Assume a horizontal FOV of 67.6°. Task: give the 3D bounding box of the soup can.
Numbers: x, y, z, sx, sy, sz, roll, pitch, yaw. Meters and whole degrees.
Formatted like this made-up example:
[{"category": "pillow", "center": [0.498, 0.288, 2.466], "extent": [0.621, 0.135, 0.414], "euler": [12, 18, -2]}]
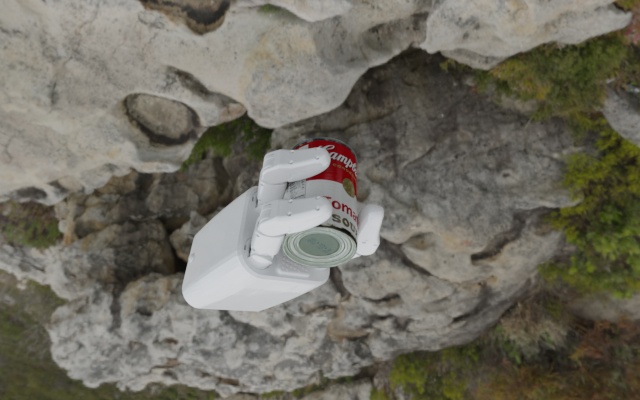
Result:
[{"category": "soup can", "center": [0.000, 0.002, 0.437], "extent": [0.068, 0.102, 0.069], "euler": [2, -38, 1]}]
